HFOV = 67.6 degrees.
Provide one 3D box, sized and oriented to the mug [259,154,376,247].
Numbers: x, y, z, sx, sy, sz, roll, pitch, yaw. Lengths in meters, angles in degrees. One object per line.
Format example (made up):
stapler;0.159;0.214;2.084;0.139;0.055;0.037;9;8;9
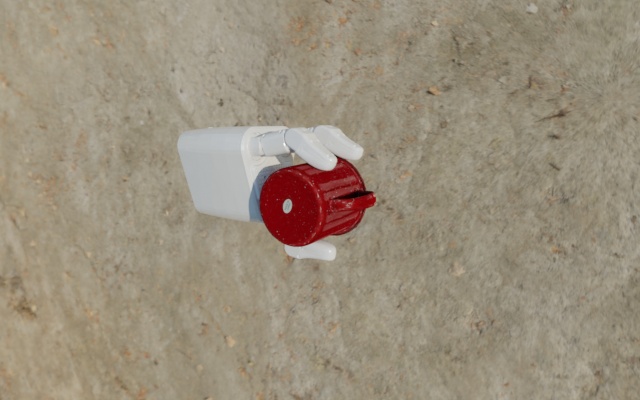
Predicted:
mug;0.001;0.002;0.497;0.117;0.093;0.081;3;12;32
